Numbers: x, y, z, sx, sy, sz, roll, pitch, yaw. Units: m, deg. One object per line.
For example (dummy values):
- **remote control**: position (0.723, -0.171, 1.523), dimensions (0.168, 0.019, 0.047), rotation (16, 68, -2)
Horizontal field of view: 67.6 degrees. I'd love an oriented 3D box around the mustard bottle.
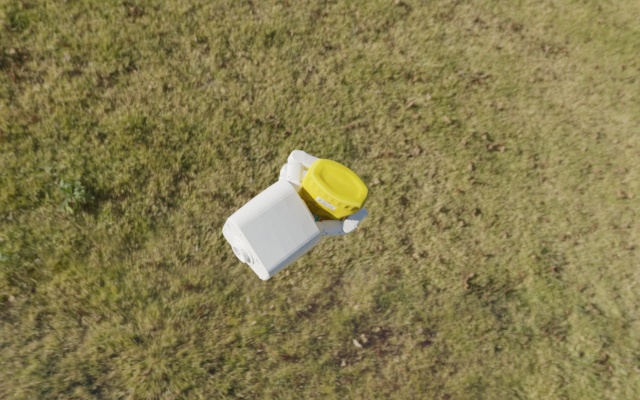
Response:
- **mustard bottle**: position (0.000, 0.002, 0.773), dimensions (0.096, 0.058, 0.192), rotation (30, -25, -7)
